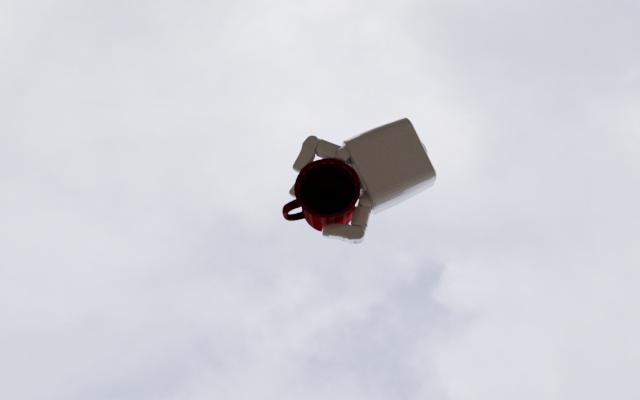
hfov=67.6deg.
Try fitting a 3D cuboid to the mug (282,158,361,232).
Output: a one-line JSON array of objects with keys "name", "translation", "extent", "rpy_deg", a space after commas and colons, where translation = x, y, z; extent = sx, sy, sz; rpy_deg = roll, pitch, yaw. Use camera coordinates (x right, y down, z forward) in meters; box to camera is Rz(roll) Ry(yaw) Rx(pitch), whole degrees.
[{"name": "mug", "translation": [-0.001, 0.003, 0.700], "extent": [0.117, 0.093, 0.081], "rpy_deg": [-23, -23, -8]}]
